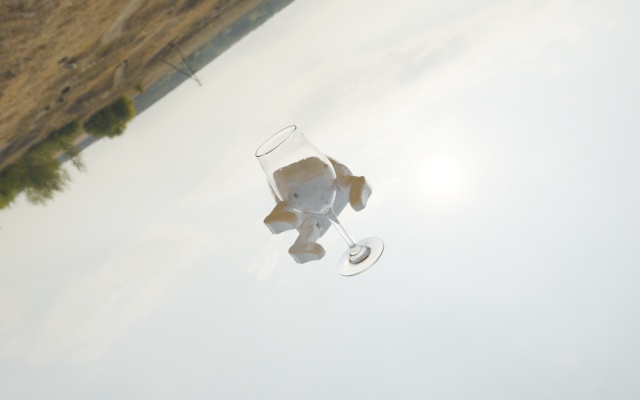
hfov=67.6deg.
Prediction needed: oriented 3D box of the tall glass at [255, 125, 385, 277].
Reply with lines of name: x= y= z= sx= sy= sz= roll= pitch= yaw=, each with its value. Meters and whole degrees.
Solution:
tall glass: x=0.001 y=0.003 z=0.613 sx=0.079 sy=0.201 sz=0.079 roll=-30 pitch=23 yaw=14
